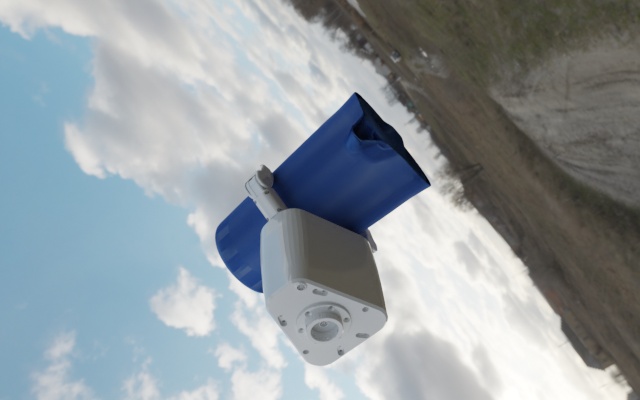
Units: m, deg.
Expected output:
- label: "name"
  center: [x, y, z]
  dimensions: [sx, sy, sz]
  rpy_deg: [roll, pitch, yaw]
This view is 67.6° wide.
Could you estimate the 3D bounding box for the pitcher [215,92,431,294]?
- label: "pitcher"
  center: [0.000, 0.002, 0.567]
  dimensions: [0.149, 0.243, 0.145]
  rpy_deg: [42, 18, -28]
